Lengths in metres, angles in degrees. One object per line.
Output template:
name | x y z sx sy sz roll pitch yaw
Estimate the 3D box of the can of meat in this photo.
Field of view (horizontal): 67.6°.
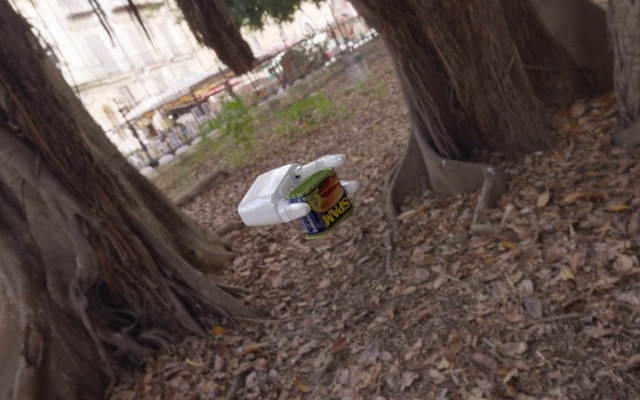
can of meat | 0.000 0.002 0.815 0.057 0.084 0.102 -10 24 48
